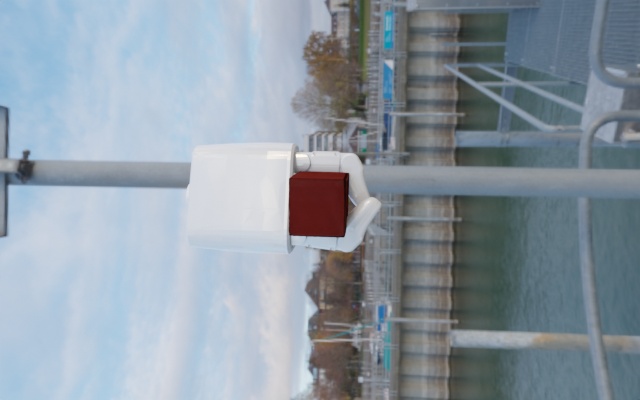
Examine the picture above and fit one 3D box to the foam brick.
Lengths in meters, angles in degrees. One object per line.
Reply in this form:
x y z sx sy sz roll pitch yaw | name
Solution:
0.000 0.001 0.450 0.051 0.053 0.078 2 8 5 | foam brick
